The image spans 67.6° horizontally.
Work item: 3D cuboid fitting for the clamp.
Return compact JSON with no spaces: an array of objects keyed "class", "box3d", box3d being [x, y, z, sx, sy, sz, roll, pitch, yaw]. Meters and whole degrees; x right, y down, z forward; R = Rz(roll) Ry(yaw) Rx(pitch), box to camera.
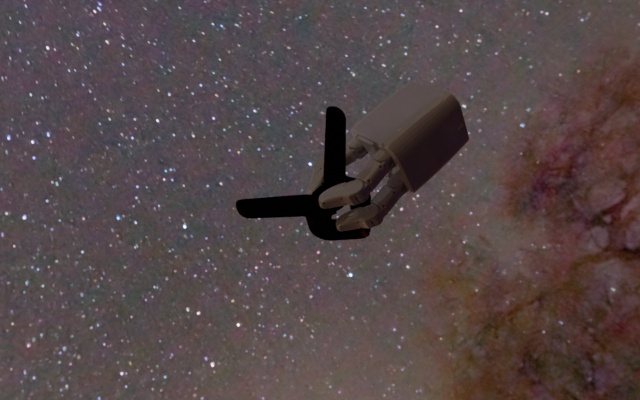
[{"class":"clamp","box3d":[0.000,0.002,0.605,0.036,0.164,0.210,47,-4,42]}]
